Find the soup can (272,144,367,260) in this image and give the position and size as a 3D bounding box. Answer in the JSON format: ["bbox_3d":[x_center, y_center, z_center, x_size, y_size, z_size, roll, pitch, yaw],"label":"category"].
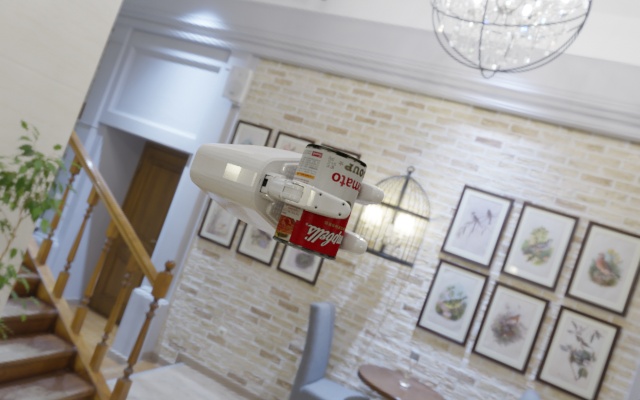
[{"bbox_3d":[0.001,0.001,0.485,0.068,0.102,0.068,20,-2,1],"label":"soup can"}]
